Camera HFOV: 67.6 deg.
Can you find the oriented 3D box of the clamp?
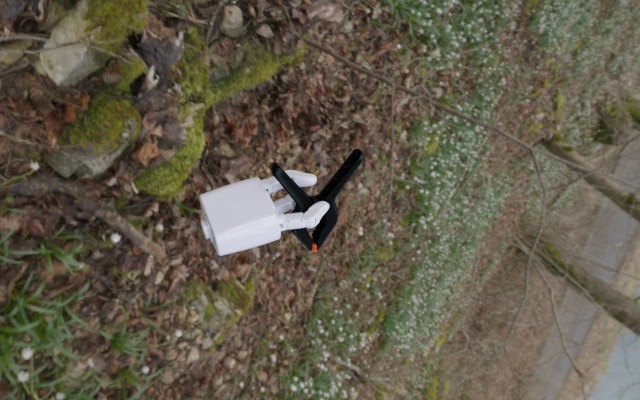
[{"bbox_3d":[0.000,0.004,0.848,0.164,0.210,0.036,-16,41,-17],"label":"clamp"}]
